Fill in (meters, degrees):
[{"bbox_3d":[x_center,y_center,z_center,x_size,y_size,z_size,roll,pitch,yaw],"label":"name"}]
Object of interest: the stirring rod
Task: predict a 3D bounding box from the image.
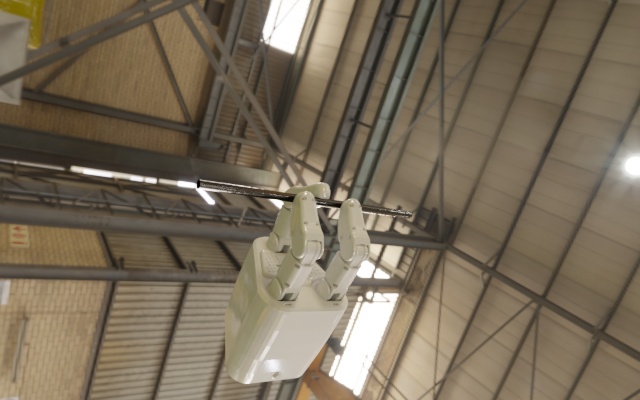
[{"bbox_3d":[0.000,0.001,0.447,0.239,0.011,0.011,8,-5,-36],"label":"stirring rod"}]
